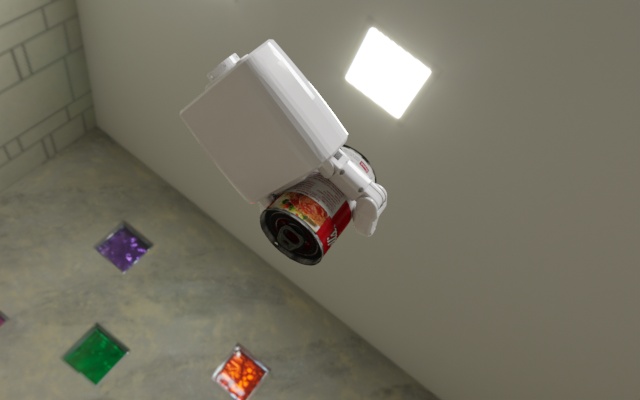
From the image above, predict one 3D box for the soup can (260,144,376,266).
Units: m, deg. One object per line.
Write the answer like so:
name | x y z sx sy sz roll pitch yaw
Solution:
soup can | 0.001 0.002 0.450 0.068 0.068 0.102 0 39 44
